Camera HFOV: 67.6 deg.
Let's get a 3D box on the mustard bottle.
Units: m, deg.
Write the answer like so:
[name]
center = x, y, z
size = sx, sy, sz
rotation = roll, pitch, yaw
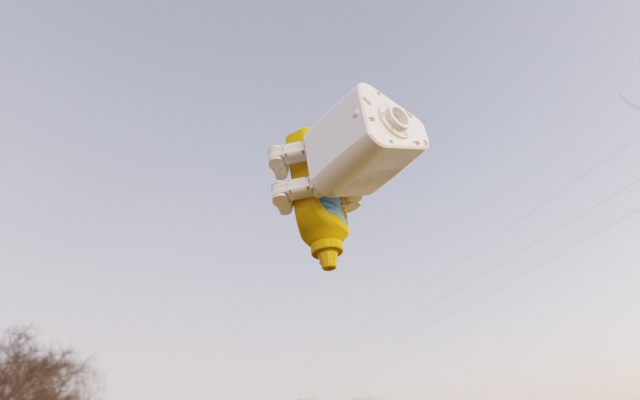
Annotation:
[mustard bottle]
center = 0.000, 0.002, 0.634
size = 0.058, 0.191, 0.096
rotation = -22, -33, 21
